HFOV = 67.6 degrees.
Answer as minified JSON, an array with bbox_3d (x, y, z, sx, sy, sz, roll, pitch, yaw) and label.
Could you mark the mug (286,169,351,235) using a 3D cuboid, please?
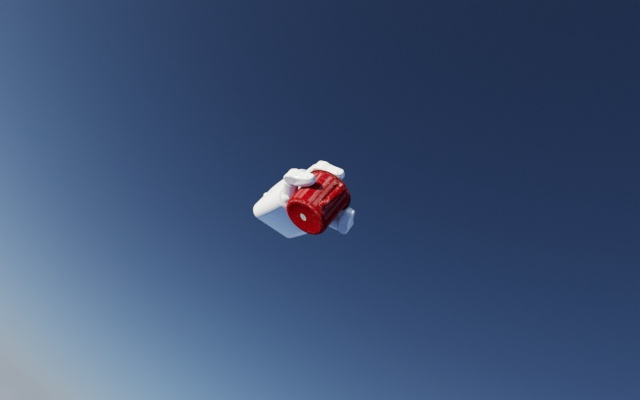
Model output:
[{"bbox_3d":[0.001,0.003,0.830,0.117,0.093,0.081,-26,19,52],"label":"mug"}]
